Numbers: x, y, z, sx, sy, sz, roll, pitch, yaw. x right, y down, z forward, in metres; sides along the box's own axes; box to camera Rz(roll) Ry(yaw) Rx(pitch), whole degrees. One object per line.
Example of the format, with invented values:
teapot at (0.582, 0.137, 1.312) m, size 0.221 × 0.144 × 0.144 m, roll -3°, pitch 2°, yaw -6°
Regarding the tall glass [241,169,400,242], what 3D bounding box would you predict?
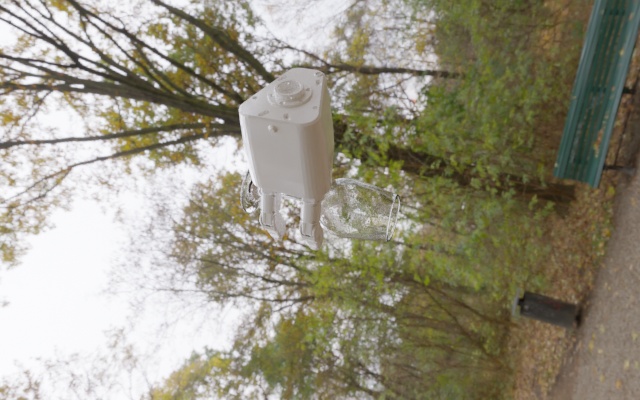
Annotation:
tall glass at (-0.001, 0.002, 0.634) m, size 0.201 × 0.079 × 0.079 m, roll 13°, pitch 4°, yaw 17°
